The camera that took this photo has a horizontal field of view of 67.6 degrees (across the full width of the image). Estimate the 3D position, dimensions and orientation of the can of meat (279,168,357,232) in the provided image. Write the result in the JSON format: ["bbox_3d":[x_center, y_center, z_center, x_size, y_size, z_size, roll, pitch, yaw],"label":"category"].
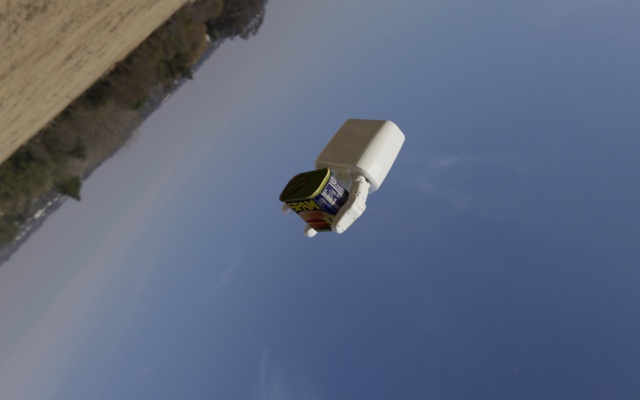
[{"bbox_3d":[0.000,0.003,0.731,0.084,0.057,0.102,44,-28,-25],"label":"can of meat"}]
